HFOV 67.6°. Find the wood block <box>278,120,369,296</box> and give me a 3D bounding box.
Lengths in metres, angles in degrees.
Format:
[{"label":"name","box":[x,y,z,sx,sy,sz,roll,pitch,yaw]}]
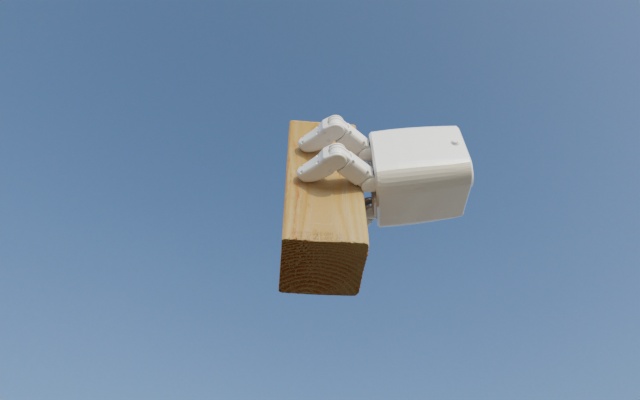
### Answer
[{"label":"wood block","box":[0.000,0.002,0.570,0.090,0.091,0.206,3,43,-4]}]
